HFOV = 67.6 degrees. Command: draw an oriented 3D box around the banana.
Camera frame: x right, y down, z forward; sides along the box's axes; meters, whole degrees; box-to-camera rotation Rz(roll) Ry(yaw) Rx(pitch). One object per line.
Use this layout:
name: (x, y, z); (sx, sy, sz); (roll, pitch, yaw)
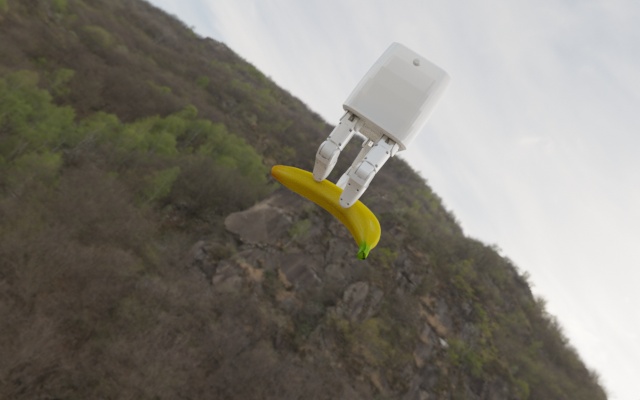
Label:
banana: (0.015, 0.004, 0.623); (0.069, 0.037, 0.197); (1, 31, -47)
